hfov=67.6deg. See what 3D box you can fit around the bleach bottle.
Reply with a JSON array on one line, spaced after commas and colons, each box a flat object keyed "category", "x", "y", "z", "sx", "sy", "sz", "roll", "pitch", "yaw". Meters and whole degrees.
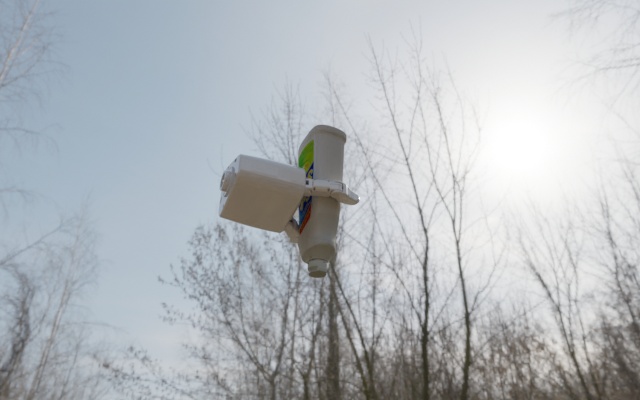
[{"category": "bleach bottle", "x": 0.000, "y": 0.003, "z": 0.789, "sx": 0.068, "sy": 0.250, "sz": 0.103, "roll": 14, "pitch": -34, "yaw": -22}]
